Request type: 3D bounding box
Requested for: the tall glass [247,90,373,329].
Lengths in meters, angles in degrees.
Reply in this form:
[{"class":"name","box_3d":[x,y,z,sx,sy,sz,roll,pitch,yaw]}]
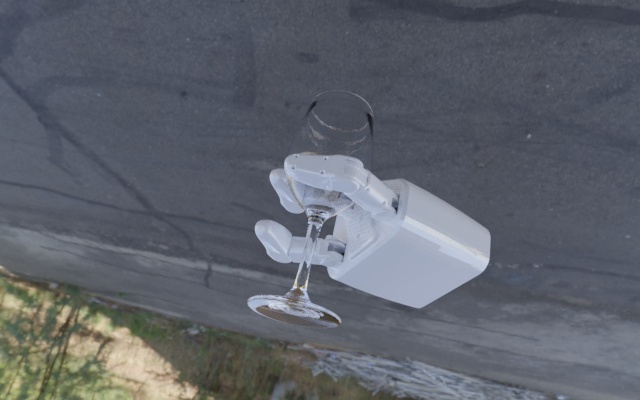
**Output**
[{"class":"tall glass","box_3d":[0.000,0.002,0.412,0.079,0.201,0.079,10,-27,5]}]
